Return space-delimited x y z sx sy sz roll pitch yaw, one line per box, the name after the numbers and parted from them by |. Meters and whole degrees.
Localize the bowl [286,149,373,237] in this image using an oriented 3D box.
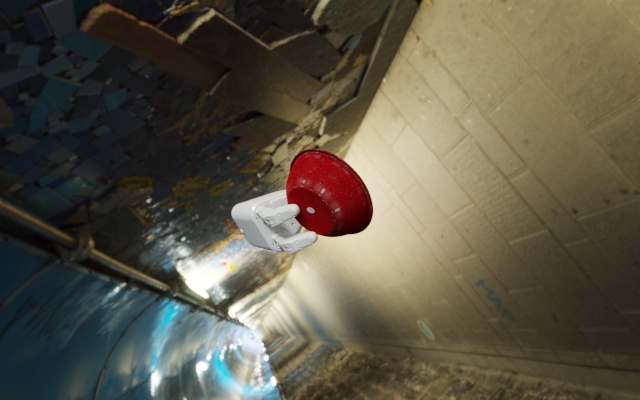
0.001 0.002 0.744 0.162 0.162 0.055 0 33 44 | bowl
